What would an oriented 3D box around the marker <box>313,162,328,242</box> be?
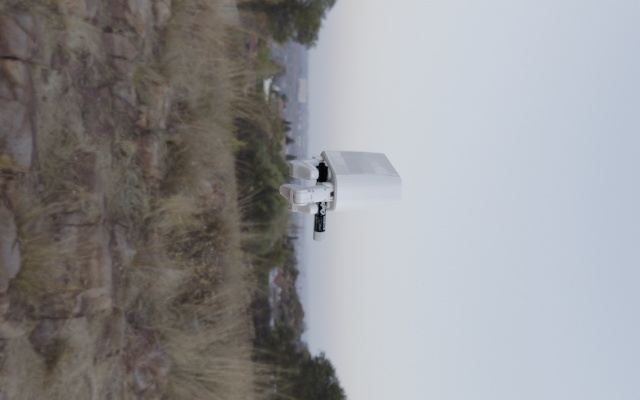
[{"bbox_3d":[0.000,0.002,0.721,0.020,0.121,0.020,2,16,-1],"label":"marker"}]
